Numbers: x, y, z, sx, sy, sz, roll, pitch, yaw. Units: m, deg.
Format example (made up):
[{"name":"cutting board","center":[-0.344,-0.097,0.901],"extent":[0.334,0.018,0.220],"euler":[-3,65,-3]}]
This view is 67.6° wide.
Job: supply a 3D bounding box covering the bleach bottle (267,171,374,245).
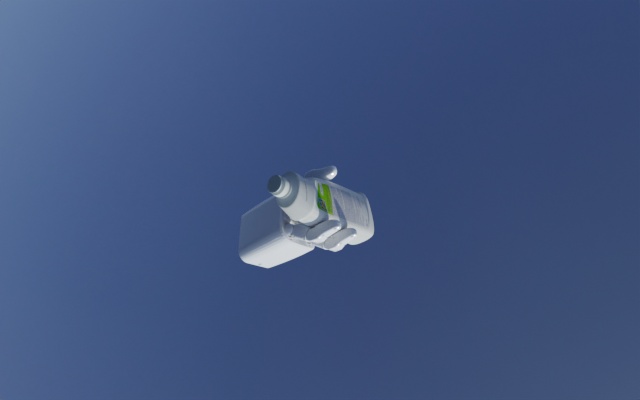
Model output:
[{"name":"bleach bottle","center":[0.000,0.003,0.815],"extent":[0.068,0.102,0.251],"euler":[-27,-30,26]}]
